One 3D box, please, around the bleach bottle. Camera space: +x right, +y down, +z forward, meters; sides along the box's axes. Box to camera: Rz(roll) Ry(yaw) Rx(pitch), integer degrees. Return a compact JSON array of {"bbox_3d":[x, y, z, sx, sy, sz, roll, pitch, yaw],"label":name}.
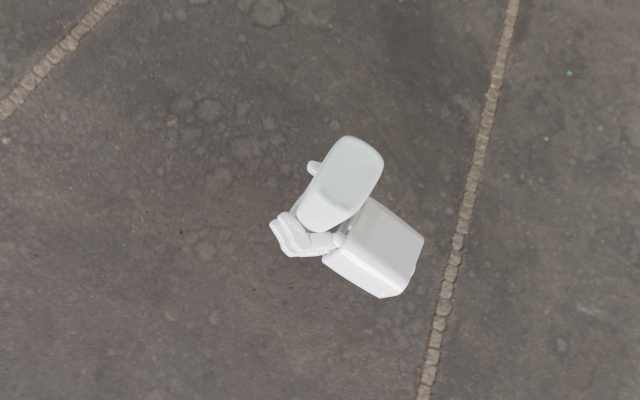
[{"bbox_3d":[0.000,0.002,0.675,0.068,0.102,0.251,34,-21,-5],"label":"bleach bottle"}]
